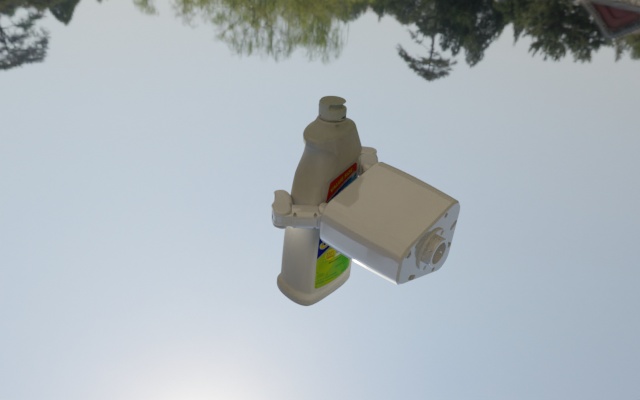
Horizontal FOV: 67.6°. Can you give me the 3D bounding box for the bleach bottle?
[{"bbox_3d":[0.000,0.002,0.571,0.068,0.251,0.102,30,40,35],"label":"bleach bottle"}]
